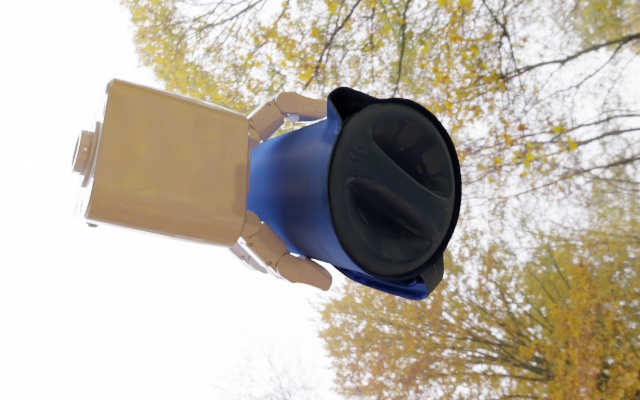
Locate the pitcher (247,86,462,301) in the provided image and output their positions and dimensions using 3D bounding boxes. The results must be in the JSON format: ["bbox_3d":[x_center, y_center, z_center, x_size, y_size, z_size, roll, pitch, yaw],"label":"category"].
[{"bbox_3d":[0.000,0.001,0.442,0.145,0.149,0.243,12,-7,-33],"label":"pitcher"}]
